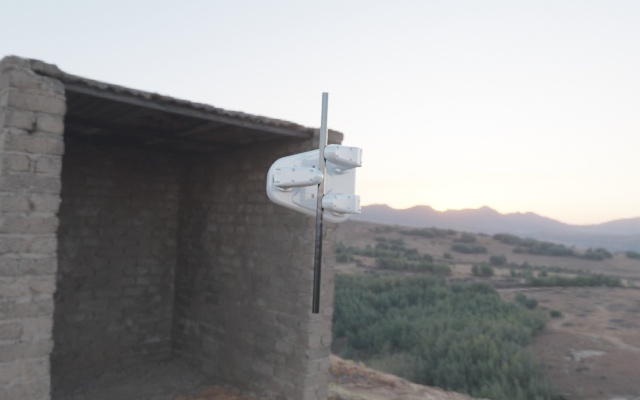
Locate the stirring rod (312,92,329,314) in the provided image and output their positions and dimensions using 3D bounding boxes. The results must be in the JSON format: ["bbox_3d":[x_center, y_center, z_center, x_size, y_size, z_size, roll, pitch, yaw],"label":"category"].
[{"bbox_3d":[0.000,0.002,0.521,0.011,0.239,0.011,3,-2,0],"label":"stirring rod"}]
